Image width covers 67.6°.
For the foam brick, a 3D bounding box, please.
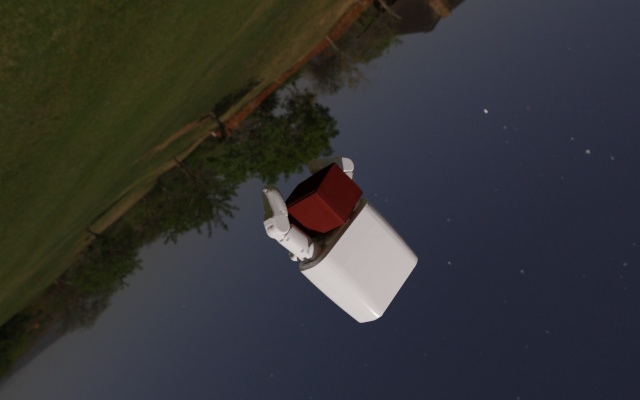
[{"bbox_3d":[0.000,0.002,0.551,0.078,0.051,0.053,-29,21,49],"label":"foam brick"}]
